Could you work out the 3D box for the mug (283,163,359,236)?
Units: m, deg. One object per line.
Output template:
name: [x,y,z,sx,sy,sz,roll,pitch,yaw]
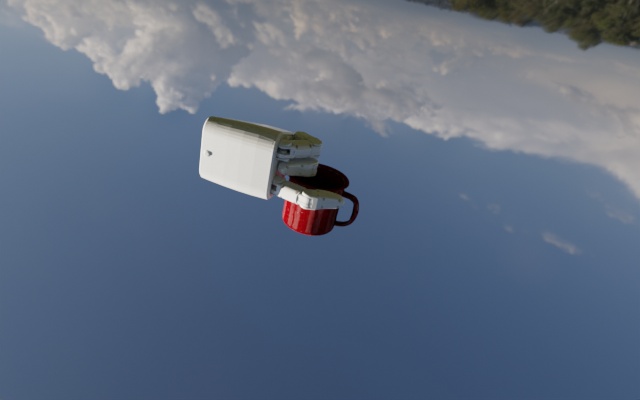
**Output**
mug: [0.001,0.003,0.711,0.117,0.081,0.093,18,27,9]
